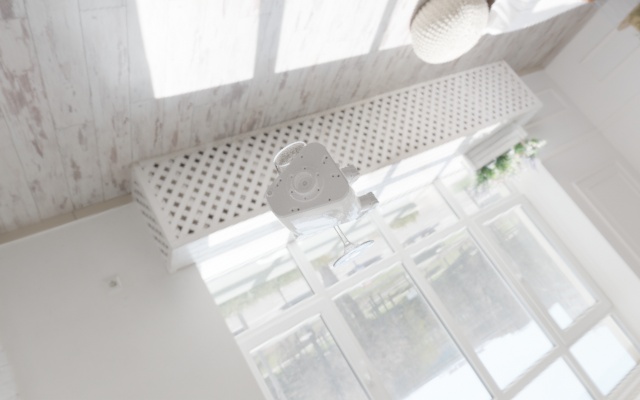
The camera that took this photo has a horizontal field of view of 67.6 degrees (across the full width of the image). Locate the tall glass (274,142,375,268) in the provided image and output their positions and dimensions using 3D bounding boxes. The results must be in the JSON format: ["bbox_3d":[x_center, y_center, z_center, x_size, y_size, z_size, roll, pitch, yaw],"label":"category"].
[{"bbox_3d":[0.000,0.003,0.756,0.079,0.201,0.079,-29,-19,-11],"label":"tall glass"}]
